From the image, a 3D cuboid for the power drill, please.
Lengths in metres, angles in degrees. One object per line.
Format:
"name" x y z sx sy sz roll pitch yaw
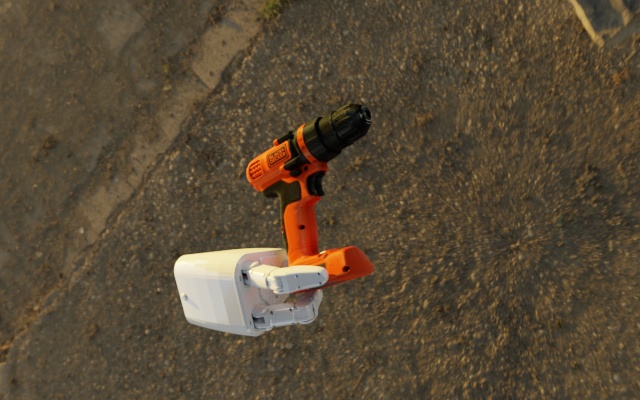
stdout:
"power drill" 0.000 0.002 0.548 0.184 0.187 0.057 -26 -21 37
